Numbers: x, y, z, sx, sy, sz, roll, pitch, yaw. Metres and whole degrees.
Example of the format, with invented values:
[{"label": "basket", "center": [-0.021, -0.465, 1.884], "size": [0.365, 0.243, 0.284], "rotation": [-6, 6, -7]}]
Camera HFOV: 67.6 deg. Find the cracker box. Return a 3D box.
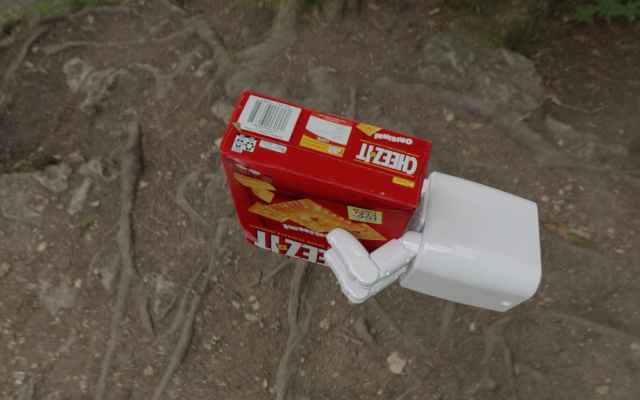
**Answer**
[{"label": "cracker box", "center": [0.000, 0.001, 0.470], "size": [0.164, 0.072, 0.214], "rotation": [16, -25, 5]}]
